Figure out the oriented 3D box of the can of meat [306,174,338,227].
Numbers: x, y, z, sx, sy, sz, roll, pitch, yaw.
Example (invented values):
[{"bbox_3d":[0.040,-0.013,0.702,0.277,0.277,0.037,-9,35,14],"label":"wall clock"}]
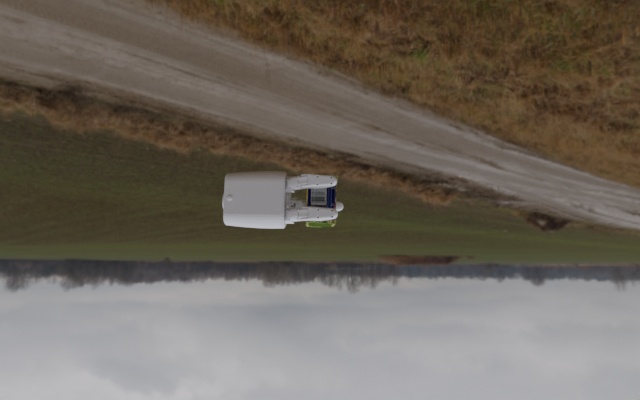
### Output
[{"bbox_3d":[0.000,0.003,0.847,0.057,0.084,0.102,2,-8,-1],"label":"can of meat"}]
